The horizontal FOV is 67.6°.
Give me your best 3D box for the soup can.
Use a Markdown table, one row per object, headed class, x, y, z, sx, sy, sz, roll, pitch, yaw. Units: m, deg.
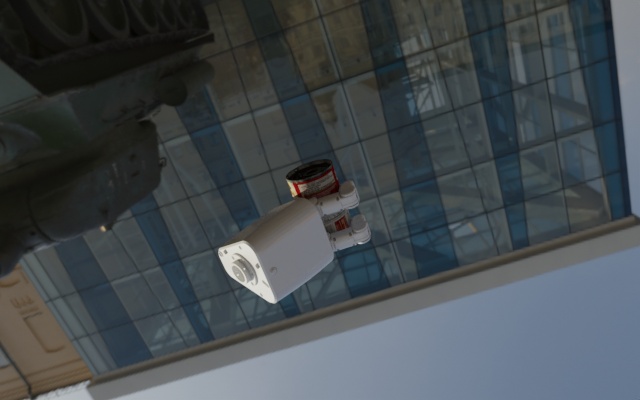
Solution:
| class | x | y | z | sx | sy | sz | roll | pitch | yaw |
| --- | --- | --- | --- | --- | --- | --- | --- | --- | --- |
| soup can | 0.000 | 0.002 | 0.670 | 0.068 | 0.102 | 0.068 | -17 | 21 | 7 |
